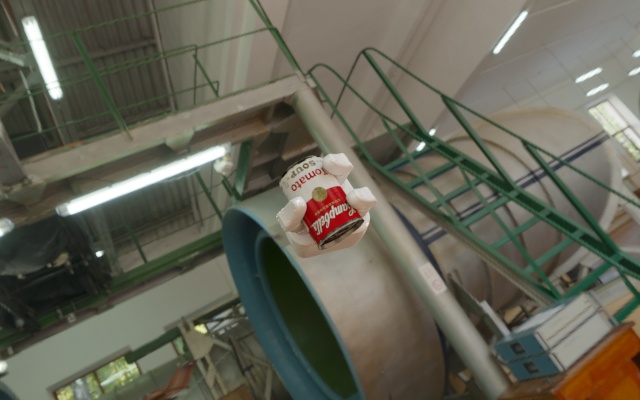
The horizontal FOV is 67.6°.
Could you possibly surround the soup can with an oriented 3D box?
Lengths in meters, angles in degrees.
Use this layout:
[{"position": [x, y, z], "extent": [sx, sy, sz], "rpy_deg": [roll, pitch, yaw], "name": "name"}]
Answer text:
[{"position": [0.000, 0.002, 0.606], "extent": [0.068, 0.102, 0.068], "rpy_deg": [-30, -16, -10], "name": "soup can"}]
